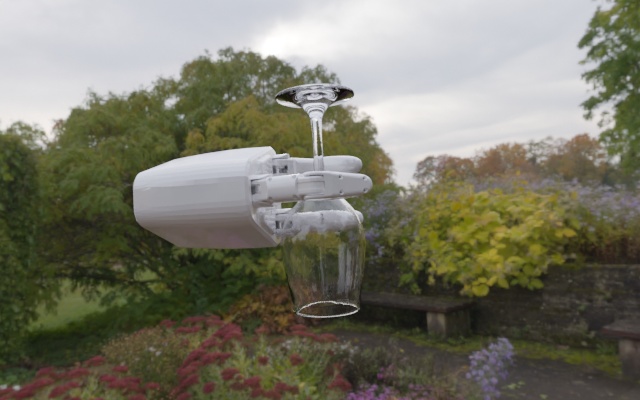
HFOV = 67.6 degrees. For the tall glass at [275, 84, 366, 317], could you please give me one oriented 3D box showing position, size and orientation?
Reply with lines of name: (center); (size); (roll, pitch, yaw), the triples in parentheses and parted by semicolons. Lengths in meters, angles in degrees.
tall glass: (0.000, 0.001, 0.441); (0.079, 0.201, 0.079); (-4, -3, 0)
